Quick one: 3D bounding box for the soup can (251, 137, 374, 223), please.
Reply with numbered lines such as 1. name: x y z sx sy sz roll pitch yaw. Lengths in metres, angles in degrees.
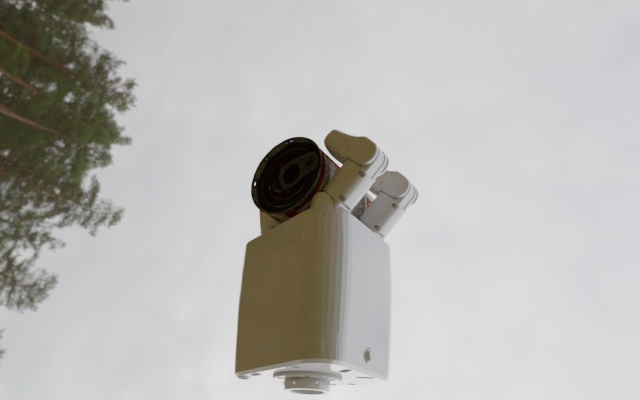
1. soup can: 0.000 0.001 0.405 0.068 0.068 0.102 0 -26 37
